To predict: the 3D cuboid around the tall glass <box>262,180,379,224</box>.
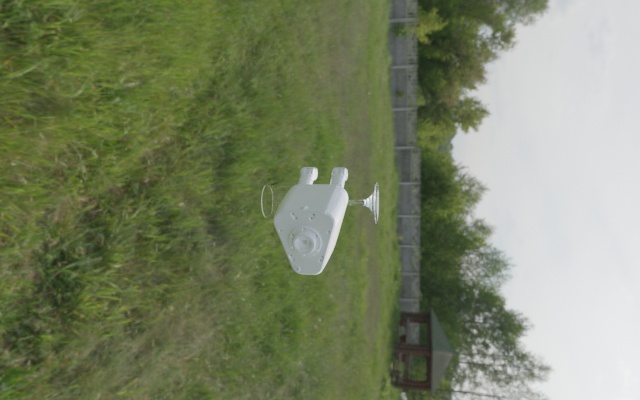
[{"bbox_3d":[0.001,0.003,0.845,0.201,0.079,0.079,1,0,12],"label":"tall glass"}]
